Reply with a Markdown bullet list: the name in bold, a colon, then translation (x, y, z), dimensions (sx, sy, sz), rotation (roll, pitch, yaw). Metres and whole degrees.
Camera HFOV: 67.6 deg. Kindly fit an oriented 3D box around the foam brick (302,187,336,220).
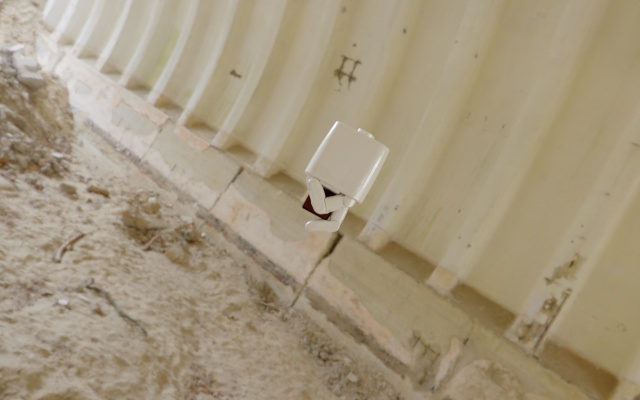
- **foam brick**: translation (0.000, 0.003, 0.886), dimensions (0.053, 0.051, 0.078), rotation (28, -1, -3)
